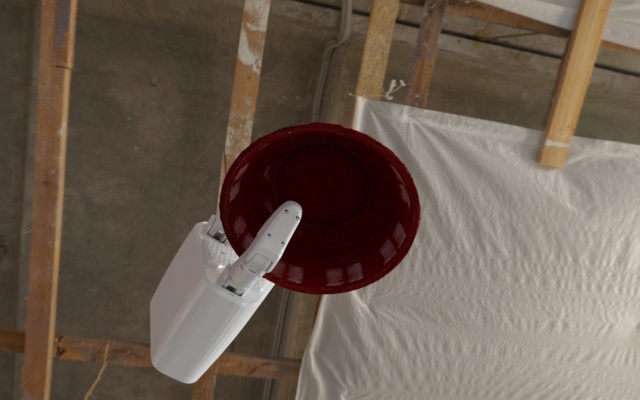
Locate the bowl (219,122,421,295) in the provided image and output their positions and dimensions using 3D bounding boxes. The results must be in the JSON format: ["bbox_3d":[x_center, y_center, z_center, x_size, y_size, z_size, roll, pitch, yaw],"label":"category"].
[{"bbox_3d":[0.001,0.000,0.406,0.162,0.162,0.055,0,30,4],"label":"bowl"}]
